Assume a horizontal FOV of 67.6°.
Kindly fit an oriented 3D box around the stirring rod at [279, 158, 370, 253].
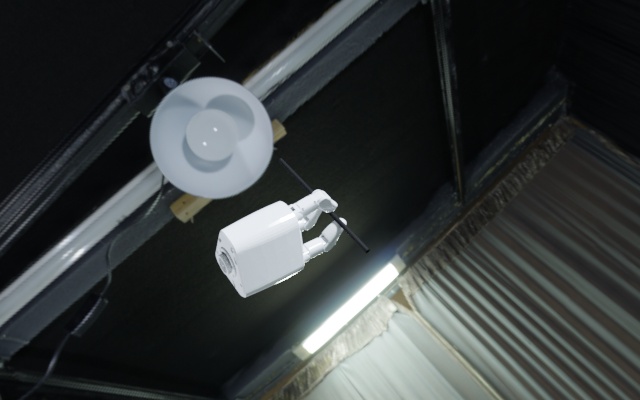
[{"bbox_3d":[0.000,0.003,0.782,0.011,0.011,0.239,0,38,-49],"label":"stirring rod"}]
